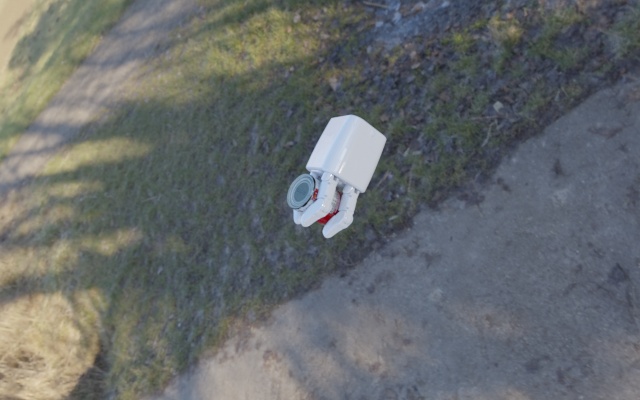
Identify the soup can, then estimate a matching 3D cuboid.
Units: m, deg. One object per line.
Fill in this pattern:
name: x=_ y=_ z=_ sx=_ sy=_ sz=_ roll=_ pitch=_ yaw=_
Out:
soup can: x=0.000 y=0.003 z=0.840 sx=0.102 sy=0.068 sz=0.068 roll=29 pitch=-19 yaw=-39
